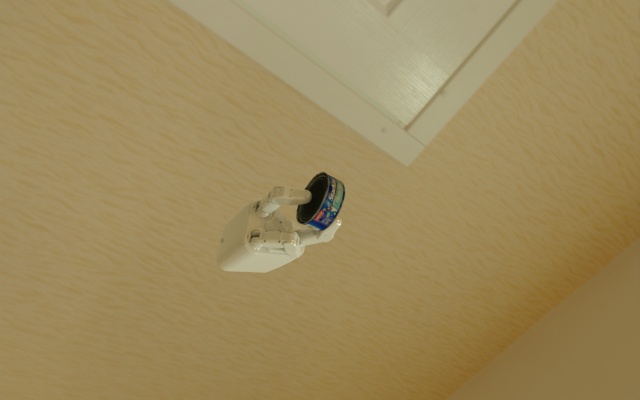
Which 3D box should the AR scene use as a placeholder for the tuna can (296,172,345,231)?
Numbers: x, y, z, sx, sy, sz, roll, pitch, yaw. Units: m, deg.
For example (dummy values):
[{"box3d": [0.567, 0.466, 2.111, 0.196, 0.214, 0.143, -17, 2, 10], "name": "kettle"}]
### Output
[{"box3d": [0.001, 0.003, 0.720, 0.034, 0.086, 0.086, 26, -11, -23], "name": "tuna can"}]
